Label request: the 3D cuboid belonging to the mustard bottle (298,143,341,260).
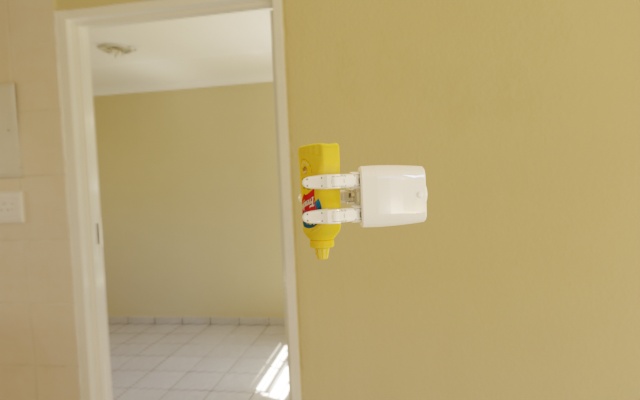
[{"bbox_3d":[0.000,0.002,0.800,0.058,0.191,0.096,-4,3,-27],"label":"mustard bottle"}]
